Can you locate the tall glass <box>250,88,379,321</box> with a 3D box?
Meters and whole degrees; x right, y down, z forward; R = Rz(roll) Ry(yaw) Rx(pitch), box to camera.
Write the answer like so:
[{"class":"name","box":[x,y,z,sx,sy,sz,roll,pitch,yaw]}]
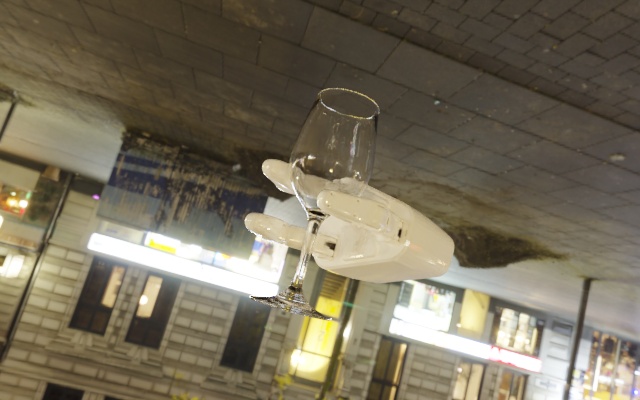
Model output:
[{"class":"tall glass","box":[0.000,0.002,0.438,0.079,0.201,0.079,15,-10,3]}]
